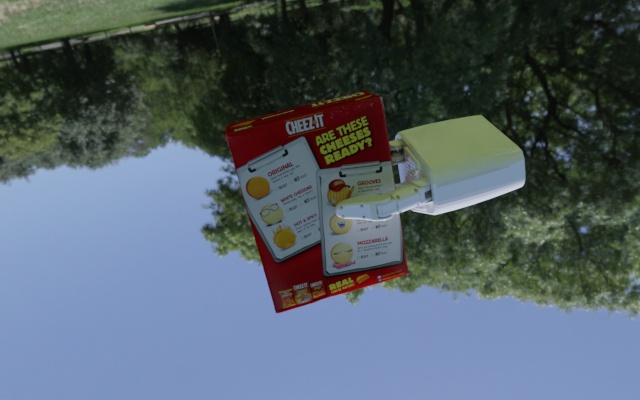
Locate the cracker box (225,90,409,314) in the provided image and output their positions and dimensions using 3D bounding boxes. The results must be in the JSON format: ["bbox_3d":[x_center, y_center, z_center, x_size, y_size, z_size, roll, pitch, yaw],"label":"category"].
[{"bbox_3d":[0.000,0.002,0.539,0.164,0.214,0.072,-15,21,-7],"label":"cracker box"}]
